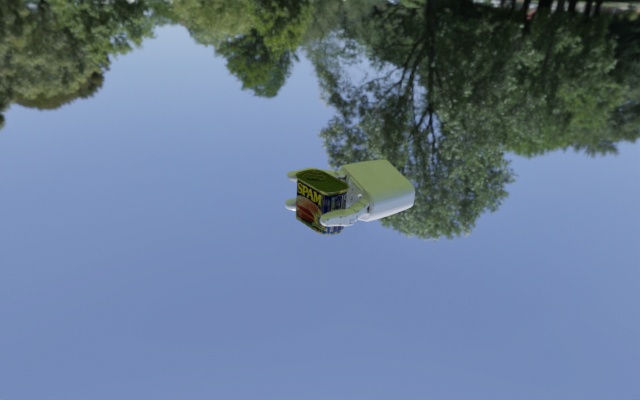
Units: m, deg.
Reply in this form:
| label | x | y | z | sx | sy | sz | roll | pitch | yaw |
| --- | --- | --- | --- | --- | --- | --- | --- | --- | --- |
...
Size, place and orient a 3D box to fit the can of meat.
| label | x | y | z | sx | sy | sz | roll | pitch | yaw |
| --- | --- | --- | --- | --- | --- | --- | --- | --- | --- |
| can of meat | 0.000 | 0.003 | 0.827 | 0.057 | 0.084 | 0.102 | -16 | 31 | -35 |
